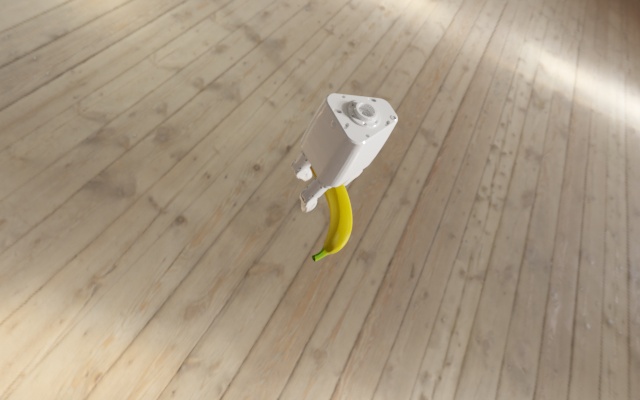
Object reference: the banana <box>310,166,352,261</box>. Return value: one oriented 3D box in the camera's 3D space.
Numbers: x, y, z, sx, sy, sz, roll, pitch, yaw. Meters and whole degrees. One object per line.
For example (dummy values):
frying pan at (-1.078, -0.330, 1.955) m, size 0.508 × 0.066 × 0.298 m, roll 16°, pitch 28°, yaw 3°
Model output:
banana at (0.018, 0.008, 0.805) m, size 0.069 × 0.197 × 0.037 m, roll 6°, pitch -31°, yaw -16°
